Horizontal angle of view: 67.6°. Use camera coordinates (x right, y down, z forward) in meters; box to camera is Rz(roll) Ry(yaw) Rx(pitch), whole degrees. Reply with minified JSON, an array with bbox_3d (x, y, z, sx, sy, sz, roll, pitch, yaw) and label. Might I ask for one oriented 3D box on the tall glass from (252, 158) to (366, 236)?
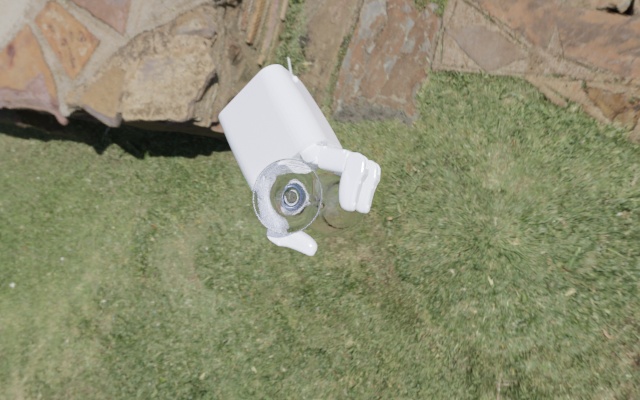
[{"bbox_3d":[0.000,0.002,0.555,0.079,0.079,0.201,0,-4,20],"label":"tall glass"}]
